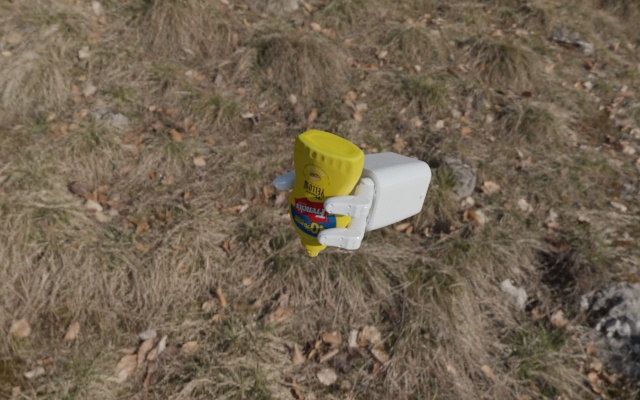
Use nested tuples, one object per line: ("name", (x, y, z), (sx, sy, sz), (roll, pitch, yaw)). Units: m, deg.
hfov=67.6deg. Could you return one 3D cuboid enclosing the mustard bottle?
("mustard bottle", (0.000, 0.002, 0.678), (0.096, 0.192, 0.058), (26, 38, 23))
